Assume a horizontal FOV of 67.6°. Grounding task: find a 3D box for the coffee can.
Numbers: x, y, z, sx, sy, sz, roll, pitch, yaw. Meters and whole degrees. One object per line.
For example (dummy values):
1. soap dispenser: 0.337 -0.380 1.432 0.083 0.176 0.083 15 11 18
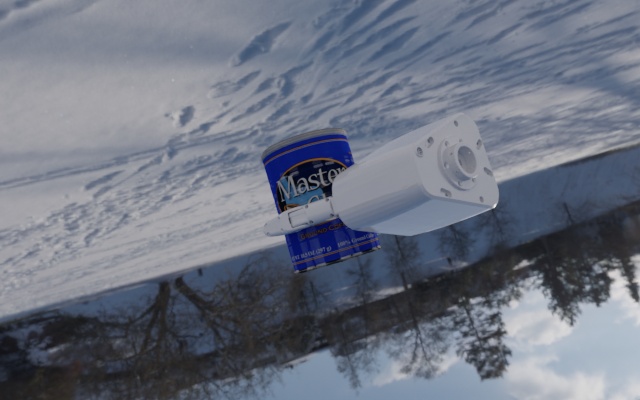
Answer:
1. coffee can: 0.000 0.002 0.544 0.103 0.140 0.103 -17 -6 -2
